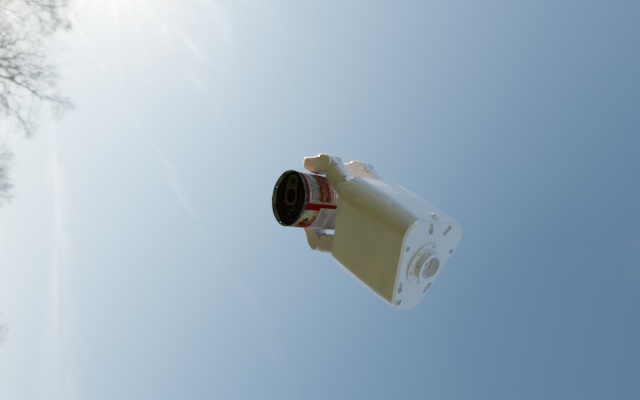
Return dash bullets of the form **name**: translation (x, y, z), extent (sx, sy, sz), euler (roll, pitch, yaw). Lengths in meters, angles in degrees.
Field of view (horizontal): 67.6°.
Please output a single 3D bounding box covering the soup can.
- **soup can**: translation (0.000, 0.002, 0.597), extent (0.102, 0.068, 0.068), euler (7, -5, -39)
